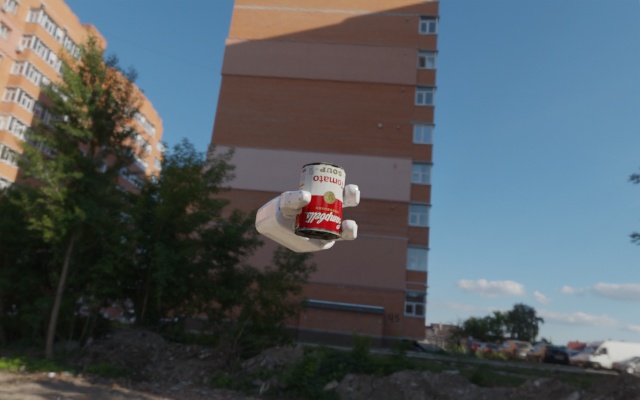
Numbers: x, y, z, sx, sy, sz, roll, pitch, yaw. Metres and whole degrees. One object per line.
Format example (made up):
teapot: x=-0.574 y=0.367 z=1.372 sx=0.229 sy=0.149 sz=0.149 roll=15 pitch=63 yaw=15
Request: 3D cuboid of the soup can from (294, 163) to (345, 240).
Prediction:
soup can: x=0.000 y=0.002 z=0.711 sx=0.068 sy=0.102 sz=0.068 roll=6 pitch=-15 yaw=2
